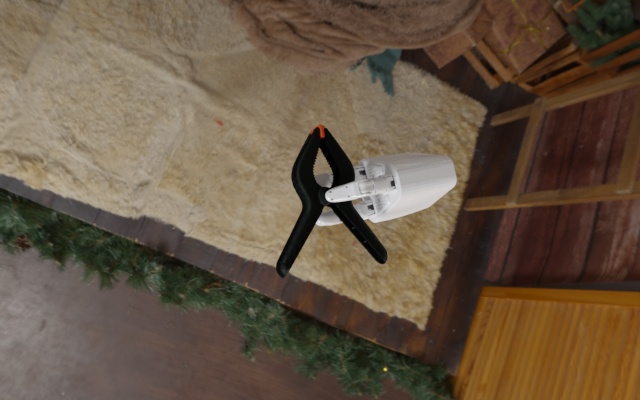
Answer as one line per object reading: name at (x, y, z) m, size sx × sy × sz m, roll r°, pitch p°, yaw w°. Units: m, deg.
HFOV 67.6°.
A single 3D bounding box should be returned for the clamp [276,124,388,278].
clamp at (0.001, 0.001, 0.655) m, size 0.164 × 0.210 × 0.036 m, roll -11°, pitch -4°, yaw -26°
